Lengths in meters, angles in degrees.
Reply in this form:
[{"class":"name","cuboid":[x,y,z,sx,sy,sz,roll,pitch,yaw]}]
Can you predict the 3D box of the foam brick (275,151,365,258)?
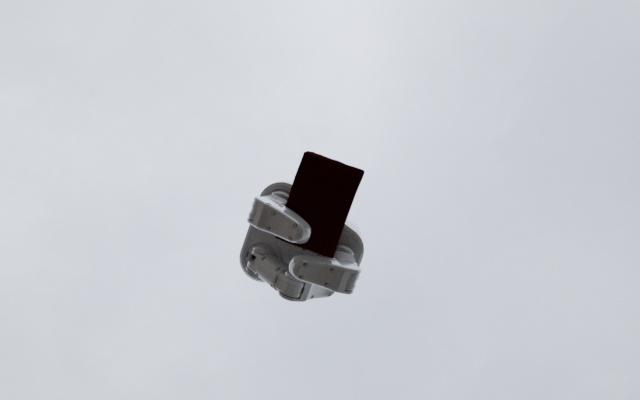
[{"class":"foam brick","cuboid":[0.000,0.001,0.409,0.053,0.078,0.051,20,8,1]}]
